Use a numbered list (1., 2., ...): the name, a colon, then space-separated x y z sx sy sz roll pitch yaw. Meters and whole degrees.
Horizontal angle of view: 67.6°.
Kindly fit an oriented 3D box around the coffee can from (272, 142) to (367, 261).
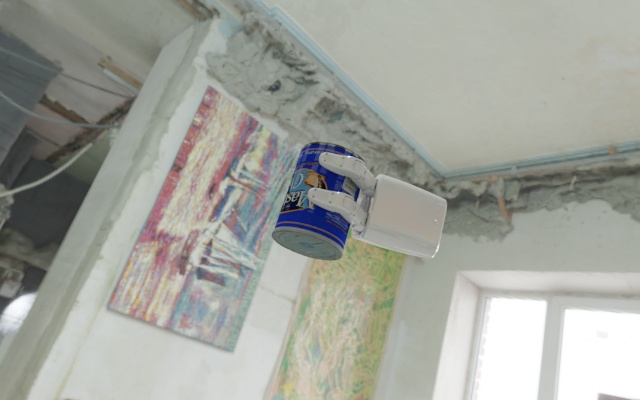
1. coffee can: 0.000 0.002 0.686 0.103 0.140 0.103 15 -22 6
